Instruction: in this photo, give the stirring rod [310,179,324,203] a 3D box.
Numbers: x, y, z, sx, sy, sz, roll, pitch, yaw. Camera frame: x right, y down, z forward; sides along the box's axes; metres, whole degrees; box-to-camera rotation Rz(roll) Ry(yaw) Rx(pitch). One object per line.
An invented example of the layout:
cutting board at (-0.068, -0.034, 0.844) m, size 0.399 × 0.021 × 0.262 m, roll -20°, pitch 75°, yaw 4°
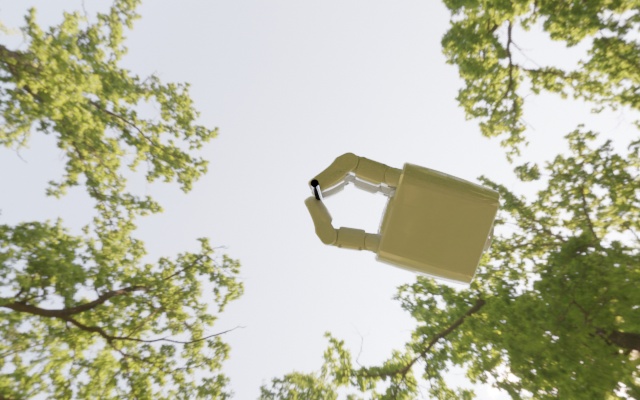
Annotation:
stirring rod at (0.000, 0.002, 0.571) m, size 0.011 × 0.011 × 0.239 m, roll 0°, pitch -9°, yaw 3°
